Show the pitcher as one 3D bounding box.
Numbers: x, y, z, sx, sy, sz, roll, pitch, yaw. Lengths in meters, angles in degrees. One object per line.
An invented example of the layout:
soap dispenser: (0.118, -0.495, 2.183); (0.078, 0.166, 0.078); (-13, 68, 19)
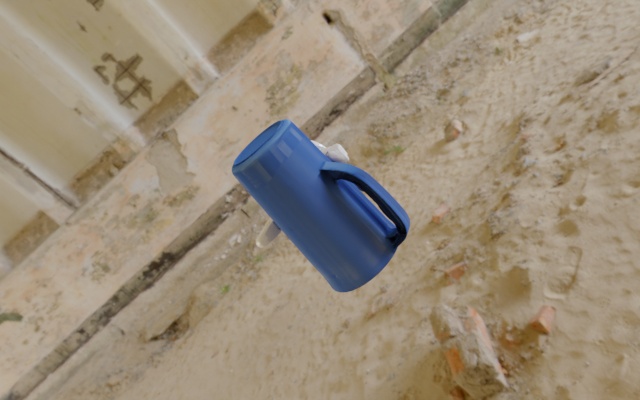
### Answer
pitcher: (0.000, 0.002, 0.675); (0.149, 0.243, 0.145); (-43, 19, -1)
